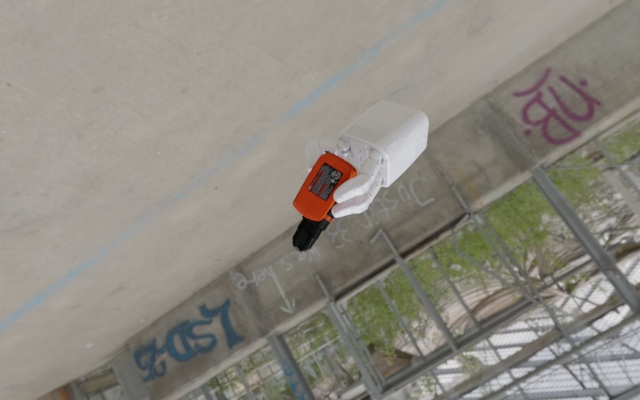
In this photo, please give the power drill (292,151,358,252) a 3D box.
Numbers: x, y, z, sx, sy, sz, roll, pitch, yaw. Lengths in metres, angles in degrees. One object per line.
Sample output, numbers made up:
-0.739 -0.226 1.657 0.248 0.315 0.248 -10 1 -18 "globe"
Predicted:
0.000 0.002 0.803 0.057 0.184 0.188 29 -4 6 "power drill"
